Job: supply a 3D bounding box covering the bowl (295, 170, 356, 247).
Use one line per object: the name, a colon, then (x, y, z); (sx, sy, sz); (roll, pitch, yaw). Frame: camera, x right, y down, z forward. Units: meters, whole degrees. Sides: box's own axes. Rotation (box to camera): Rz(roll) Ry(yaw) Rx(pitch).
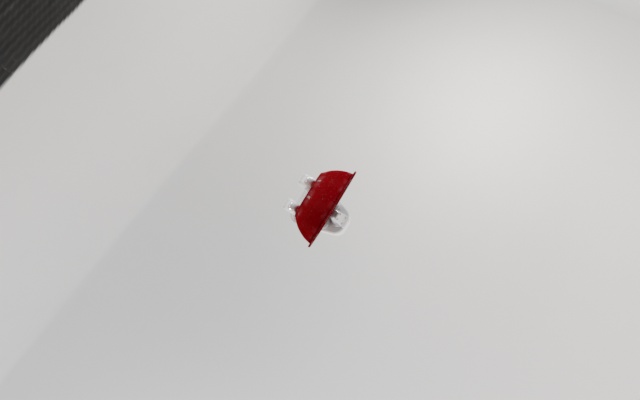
bowl: (0.000, 0.002, 0.861); (0.055, 0.162, 0.162); (32, 0, 0)
